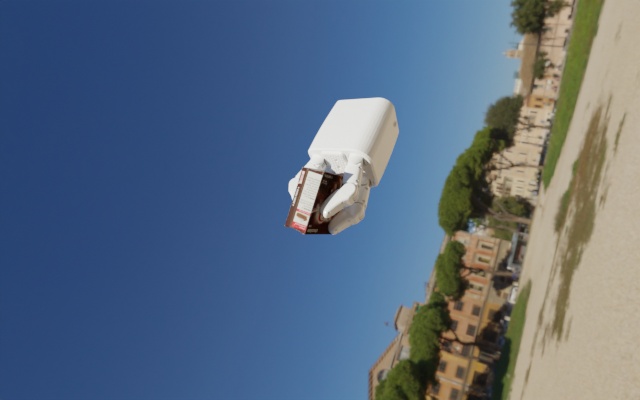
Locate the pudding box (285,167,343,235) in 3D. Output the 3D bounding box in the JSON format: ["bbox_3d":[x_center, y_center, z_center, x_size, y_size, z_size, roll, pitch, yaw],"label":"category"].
[{"bbox_3d":[0.000,0.002,0.691,0.039,0.090,0.113,18,4,26],"label":"pudding box"}]
